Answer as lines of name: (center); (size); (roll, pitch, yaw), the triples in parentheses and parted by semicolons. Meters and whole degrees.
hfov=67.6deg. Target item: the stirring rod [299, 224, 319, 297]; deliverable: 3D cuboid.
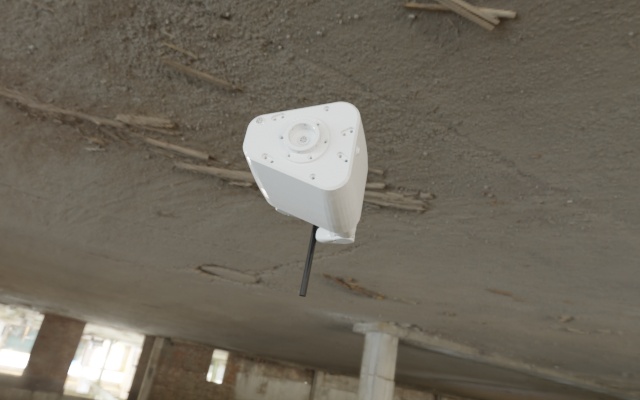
stirring rod: (0.000, 0.002, 0.603); (0.011, 0.239, 0.011); (9, -22, 4)
